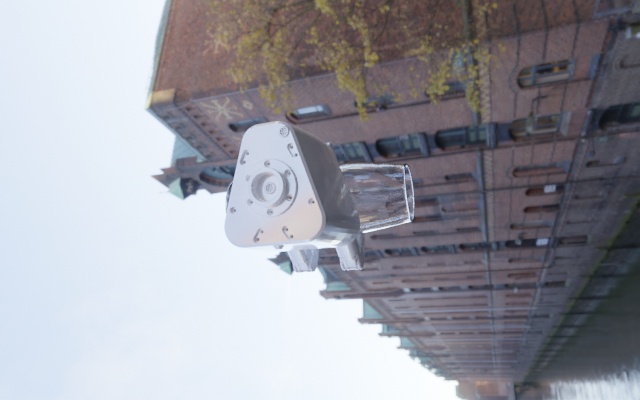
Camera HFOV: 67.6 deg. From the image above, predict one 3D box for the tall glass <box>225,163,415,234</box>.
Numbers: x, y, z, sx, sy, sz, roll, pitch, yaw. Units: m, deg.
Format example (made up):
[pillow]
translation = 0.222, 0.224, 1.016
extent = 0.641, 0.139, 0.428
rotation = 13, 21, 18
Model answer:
[tall glass]
translation = -0.001, 0.002, 0.533
extent = 0.201, 0.079, 0.079
rotation = -6, -2, 18
